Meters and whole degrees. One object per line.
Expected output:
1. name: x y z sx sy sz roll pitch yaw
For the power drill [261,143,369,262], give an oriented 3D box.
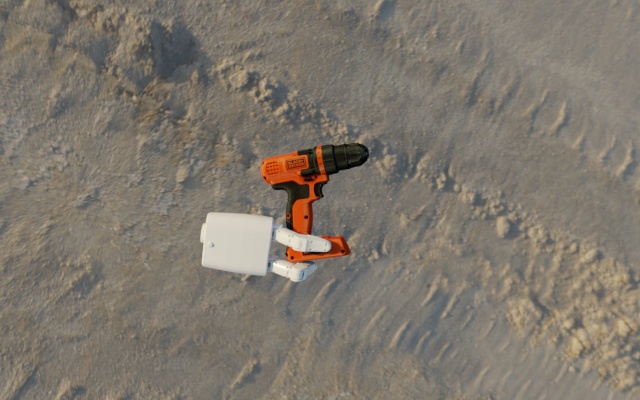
1. power drill: 0.000 0.003 0.794 0.184 0.187 0.057 -10 -7 12
